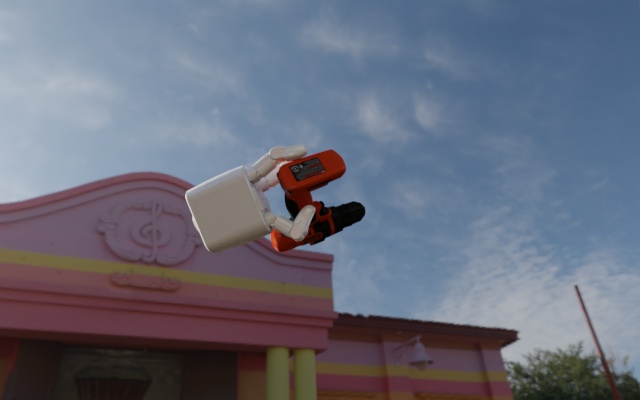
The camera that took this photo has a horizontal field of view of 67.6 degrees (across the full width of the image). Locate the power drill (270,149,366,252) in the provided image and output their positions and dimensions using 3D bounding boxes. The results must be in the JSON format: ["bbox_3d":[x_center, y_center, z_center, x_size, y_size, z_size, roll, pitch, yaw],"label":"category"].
[{"bbox_3d":[0.000,0.002,0.814,0.184,0.057,0.188,-21,-37,-17],"label":"power drill"}]
